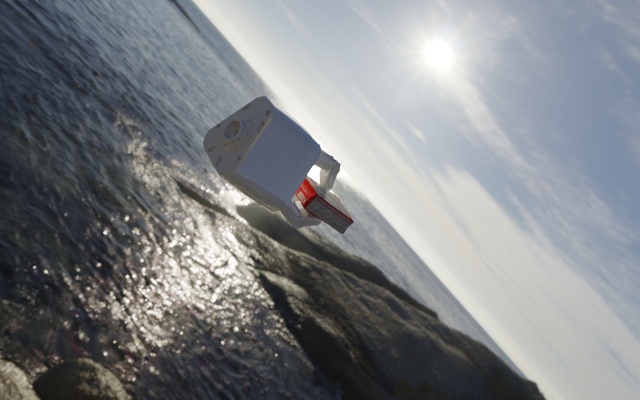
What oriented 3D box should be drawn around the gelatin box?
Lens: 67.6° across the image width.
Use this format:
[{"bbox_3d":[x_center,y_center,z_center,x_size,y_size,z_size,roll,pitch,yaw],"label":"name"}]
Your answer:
[{"bbox_3d":[0.001,0.002,0.705,0.089,0.030,0.073,35,14,-37],"label":"gelatin box"}]
